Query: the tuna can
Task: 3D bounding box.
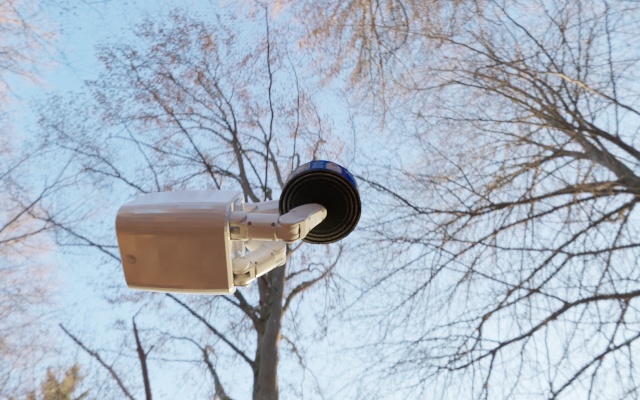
[{"bbox_3d":[0.000,0.001,0.504,0.086,0.086,0.033,0,24,2],"label":"tuna can"}]
